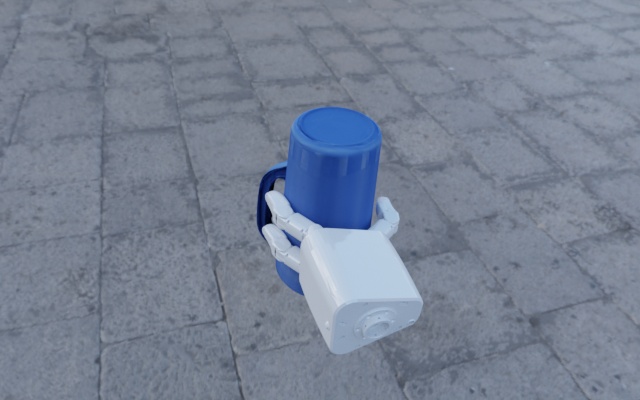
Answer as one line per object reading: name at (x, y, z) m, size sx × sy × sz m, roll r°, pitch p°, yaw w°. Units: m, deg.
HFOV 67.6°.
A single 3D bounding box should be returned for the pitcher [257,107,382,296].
pitcher at (0.000, 0.002, 0.634) m, size 0.149 × 0.243 × 0.145 m, roll -8°, pitch 41°, yaw -16°
